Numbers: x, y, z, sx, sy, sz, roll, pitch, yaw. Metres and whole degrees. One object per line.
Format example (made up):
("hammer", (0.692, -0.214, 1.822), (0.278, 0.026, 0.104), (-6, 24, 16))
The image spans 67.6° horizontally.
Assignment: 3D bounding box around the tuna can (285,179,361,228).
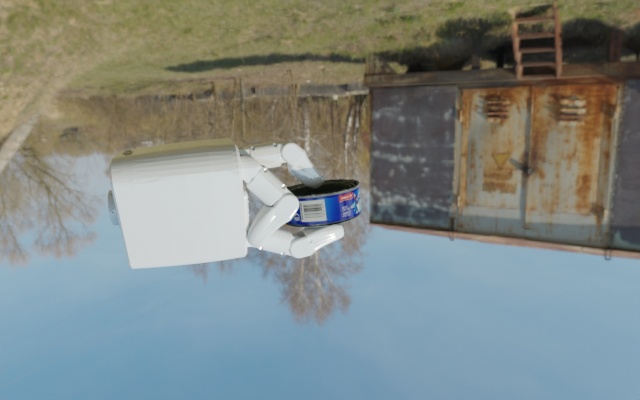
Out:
("tuna can", (0.000, 0.002, 0.504), (0.086, 0.034, 0.086), (-7, 11, 1))
